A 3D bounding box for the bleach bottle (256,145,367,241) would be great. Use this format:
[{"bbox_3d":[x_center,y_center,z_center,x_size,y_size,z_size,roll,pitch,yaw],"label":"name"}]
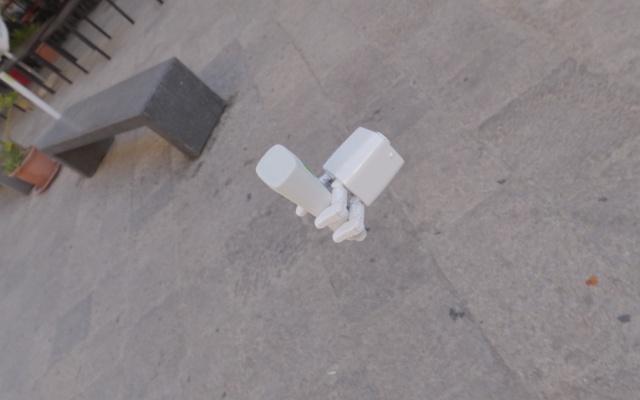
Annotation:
[{"bbox_3d":[0.000,0.003,0.869,0.251,0.068,0.102,39,2,-39],"label":"bleach bottle"}]
